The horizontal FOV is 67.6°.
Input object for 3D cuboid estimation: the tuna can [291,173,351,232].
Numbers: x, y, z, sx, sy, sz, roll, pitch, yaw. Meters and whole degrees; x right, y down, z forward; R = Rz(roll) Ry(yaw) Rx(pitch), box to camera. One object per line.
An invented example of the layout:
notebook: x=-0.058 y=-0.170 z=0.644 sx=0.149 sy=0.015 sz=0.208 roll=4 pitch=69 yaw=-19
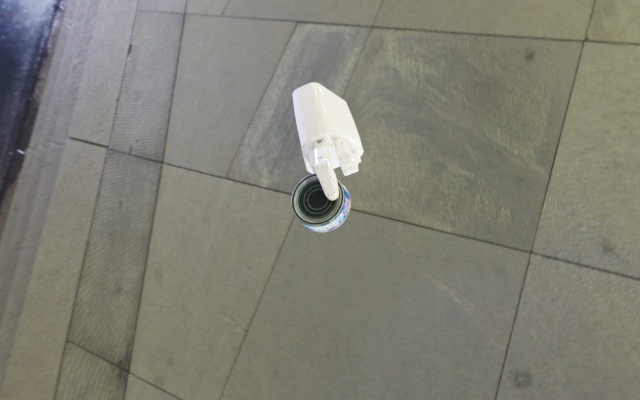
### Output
tuna can: x=0.000 y=0.002 z=0.715 sx=0.086 sy=0.086 sz=0.034 roll=0 pitch=-18 yaw=18
